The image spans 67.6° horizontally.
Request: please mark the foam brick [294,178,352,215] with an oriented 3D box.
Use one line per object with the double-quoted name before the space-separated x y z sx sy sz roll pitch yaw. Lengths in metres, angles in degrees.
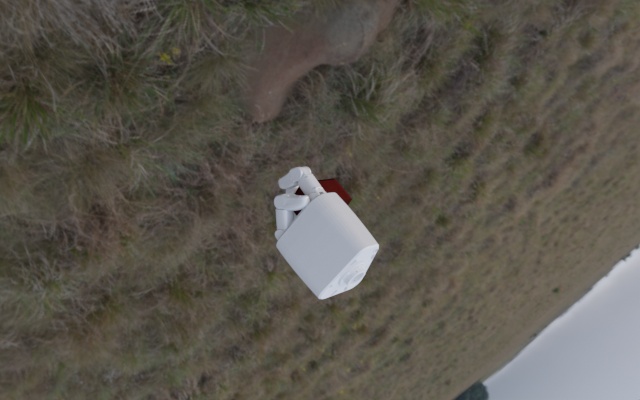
"foam brick" 0.000 0.002 0.752 0.078 0.053 0.051 -9 49 -47
